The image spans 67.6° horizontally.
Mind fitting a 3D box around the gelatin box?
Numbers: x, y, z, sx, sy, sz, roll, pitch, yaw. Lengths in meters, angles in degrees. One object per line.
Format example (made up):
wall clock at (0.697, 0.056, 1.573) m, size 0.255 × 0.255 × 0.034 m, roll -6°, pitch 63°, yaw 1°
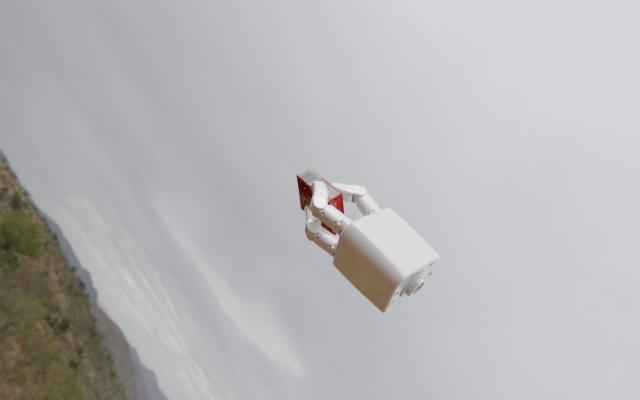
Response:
gelatin box at (0.000, 0.002, 0.751) m, size 0.030 × 0.073 × 0.089 m, roll -29°, pitch 47°, yaw -24°
